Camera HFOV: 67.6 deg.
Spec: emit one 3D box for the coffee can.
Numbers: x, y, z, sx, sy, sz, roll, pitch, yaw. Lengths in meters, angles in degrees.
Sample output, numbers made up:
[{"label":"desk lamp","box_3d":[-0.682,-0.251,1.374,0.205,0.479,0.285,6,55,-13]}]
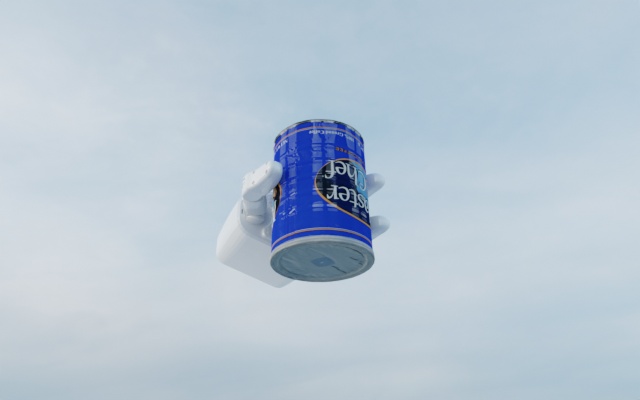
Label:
[{"label":"coffee can","box_3d":[0.000,0.002,0.499,0.103,0.140,0.103,-1,-30,-1]}]
